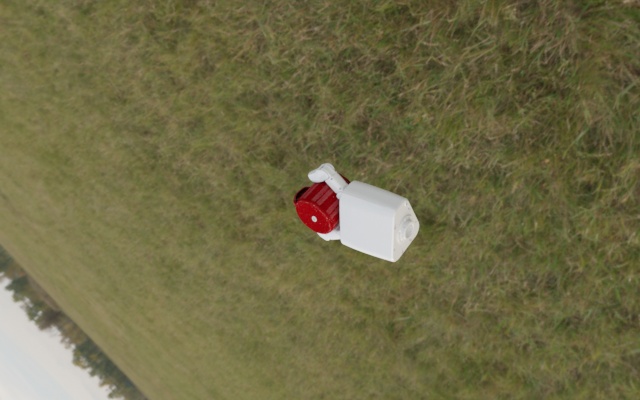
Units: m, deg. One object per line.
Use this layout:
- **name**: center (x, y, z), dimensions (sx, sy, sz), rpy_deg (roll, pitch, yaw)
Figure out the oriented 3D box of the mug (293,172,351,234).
- **mug**: center (-0.001, 0.003, 0.865), dimensions (0.117, 0.093, 0.081), rpy_deg (18, 52, 35)
